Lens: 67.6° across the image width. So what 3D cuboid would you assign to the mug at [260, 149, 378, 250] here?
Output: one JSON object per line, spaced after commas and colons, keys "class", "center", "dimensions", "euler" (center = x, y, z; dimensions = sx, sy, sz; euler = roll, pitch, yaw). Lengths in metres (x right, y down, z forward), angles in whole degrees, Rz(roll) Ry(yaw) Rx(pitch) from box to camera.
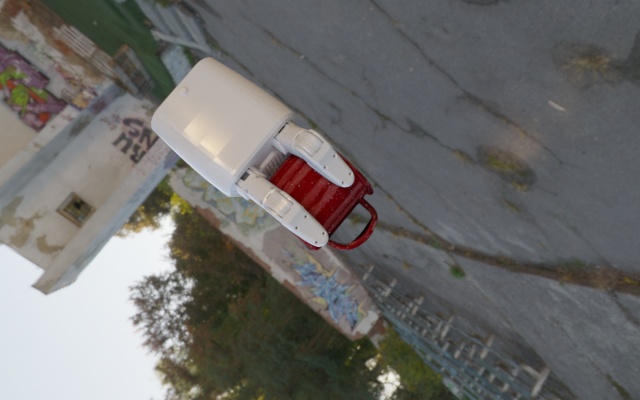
{"class": "mug", "center": [0.001, 0.003, 0.465], "dimensions": [0.117, 0.081, 0.093], "euler": [38, -6, 13]}
